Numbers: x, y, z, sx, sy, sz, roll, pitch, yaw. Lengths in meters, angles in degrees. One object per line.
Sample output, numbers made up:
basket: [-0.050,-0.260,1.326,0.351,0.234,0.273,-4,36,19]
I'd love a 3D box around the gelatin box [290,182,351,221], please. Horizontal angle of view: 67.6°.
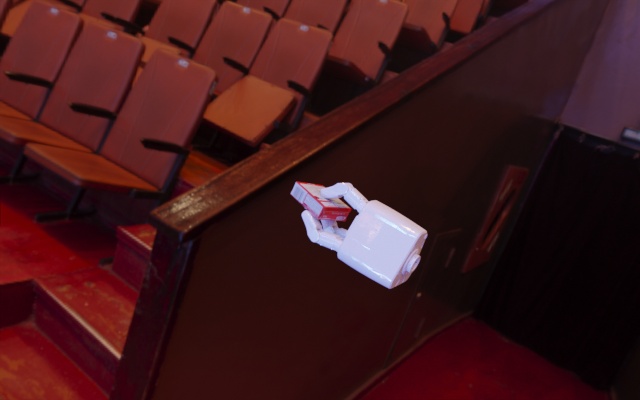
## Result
gelatin box: [0.000,0.002,0.864,0.073,0.030,0.089,6,28,-48]
